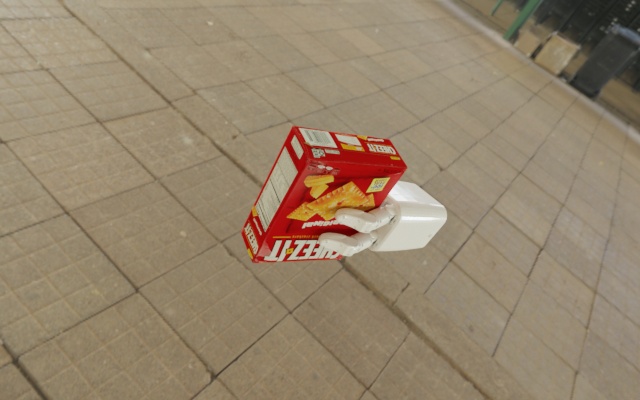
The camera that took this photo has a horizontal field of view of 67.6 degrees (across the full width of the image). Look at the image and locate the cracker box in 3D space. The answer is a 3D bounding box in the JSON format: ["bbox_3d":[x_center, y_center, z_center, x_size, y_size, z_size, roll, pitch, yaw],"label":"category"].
[{"bbox_3d":[0.000,0.002,0.693,0.164,0.072,0.214,3,-45,-32],"label":"cracker box"}]
